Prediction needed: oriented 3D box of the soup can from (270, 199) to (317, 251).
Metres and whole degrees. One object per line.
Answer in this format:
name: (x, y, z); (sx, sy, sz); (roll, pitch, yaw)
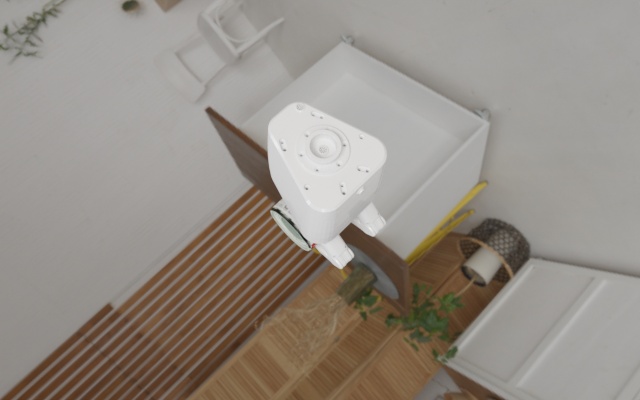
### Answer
soup can: (0.000, 0.002, 0.564); (0.102, 0.068, 0.068); (-43, 13, -15)
